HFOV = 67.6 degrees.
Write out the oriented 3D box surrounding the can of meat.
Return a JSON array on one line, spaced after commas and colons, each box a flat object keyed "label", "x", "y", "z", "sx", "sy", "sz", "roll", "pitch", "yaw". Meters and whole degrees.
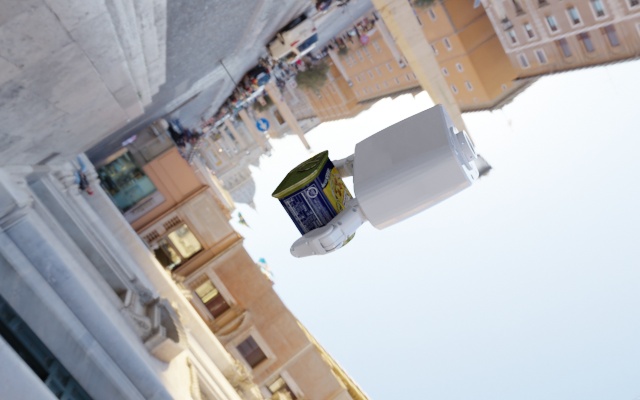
[{"label": "can of meat", "x": 0.000, "y": 0.002, "z": 0.529, "sx": 0.057, "sy": 0.084, "sz": 0.102, "roll": -27, "pitch": 14, "yaw": 21}]
